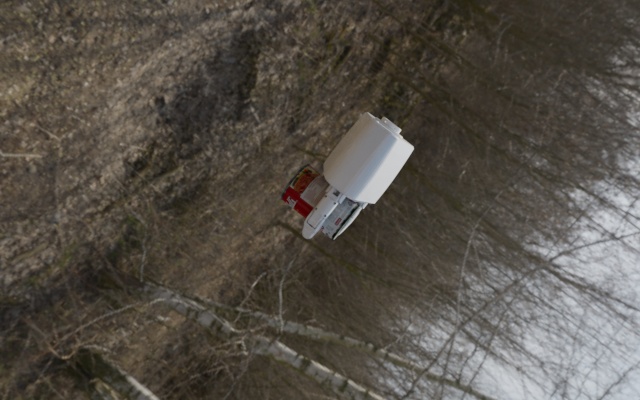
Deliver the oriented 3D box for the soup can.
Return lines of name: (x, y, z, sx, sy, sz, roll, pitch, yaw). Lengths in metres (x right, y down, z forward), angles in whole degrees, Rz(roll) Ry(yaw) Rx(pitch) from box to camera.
soup can: (0.000, 0.003, 0.720, 0.102, 0.068, 0.068, 38, 5, 7)
